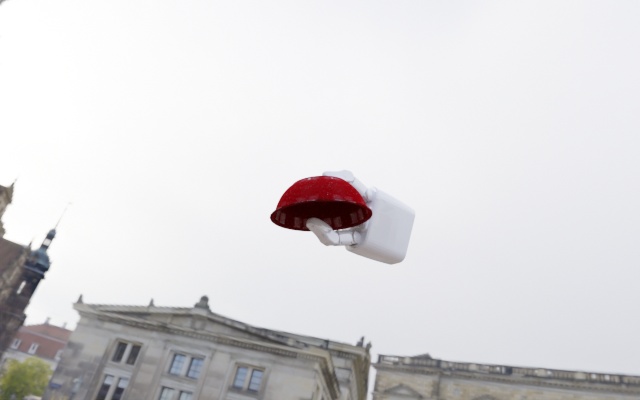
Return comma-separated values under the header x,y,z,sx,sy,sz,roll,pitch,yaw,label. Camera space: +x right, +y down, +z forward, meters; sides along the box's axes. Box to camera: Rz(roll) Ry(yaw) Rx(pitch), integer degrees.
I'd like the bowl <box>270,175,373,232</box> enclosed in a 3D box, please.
x,y,z,sx,sy,sz,roll,pitch,yaw,label
-0.001,0.002,0.757,0.162,0.055,0.162,-3,-19,-1,bowl
